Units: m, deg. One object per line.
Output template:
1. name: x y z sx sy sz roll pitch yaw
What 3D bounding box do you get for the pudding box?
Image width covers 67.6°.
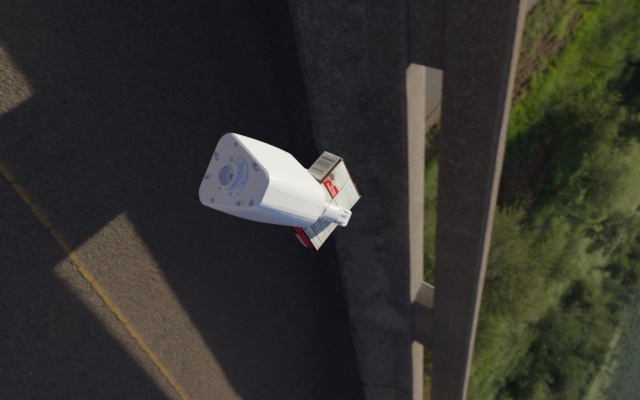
1. pudding box: 0.000 0.002 0.677 0.039 0.113 0.090 26 -23 39
